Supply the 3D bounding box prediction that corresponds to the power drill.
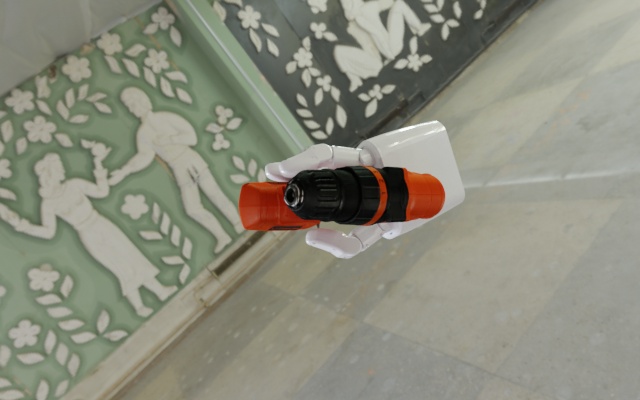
[{"bbox_3d":[0.000,0.002,0.471,0.184,0.057,0.187,2,-4,-42],"label":"power drill"}]
